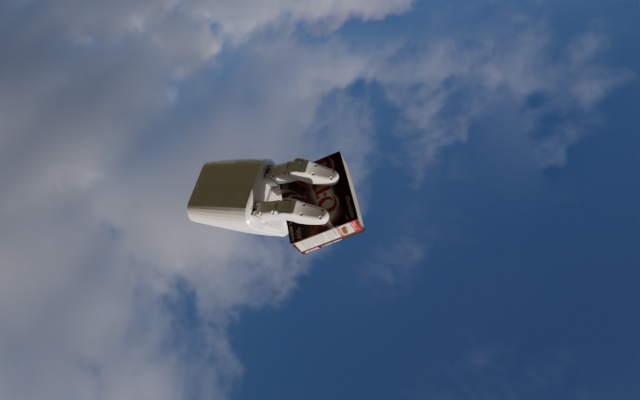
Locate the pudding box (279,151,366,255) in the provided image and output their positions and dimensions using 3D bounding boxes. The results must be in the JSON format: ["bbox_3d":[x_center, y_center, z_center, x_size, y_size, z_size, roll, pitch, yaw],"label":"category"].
[{"bbox_3d":[0.000,0.002,0.608,0.090,0.113,0.039,-22,-35,12],"label":"pudding box"}]
